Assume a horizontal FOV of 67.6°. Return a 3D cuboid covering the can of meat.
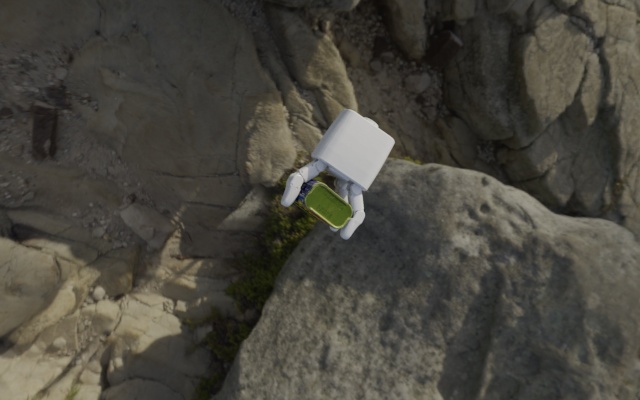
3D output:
[{"bbox_3d":[0.000,0.003,0.866,0.102,0.057,0.084,38,-6,-25],"label":"can of meat"}]
